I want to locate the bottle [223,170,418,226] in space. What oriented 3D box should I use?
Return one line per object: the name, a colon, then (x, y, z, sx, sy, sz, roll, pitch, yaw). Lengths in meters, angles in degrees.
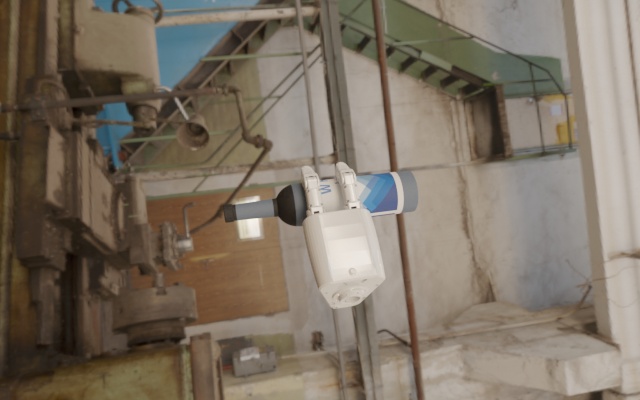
bottle: (0.000, 0.002, 0.739, 0.296, 0.069, 0.069, -7, 1, -9)
